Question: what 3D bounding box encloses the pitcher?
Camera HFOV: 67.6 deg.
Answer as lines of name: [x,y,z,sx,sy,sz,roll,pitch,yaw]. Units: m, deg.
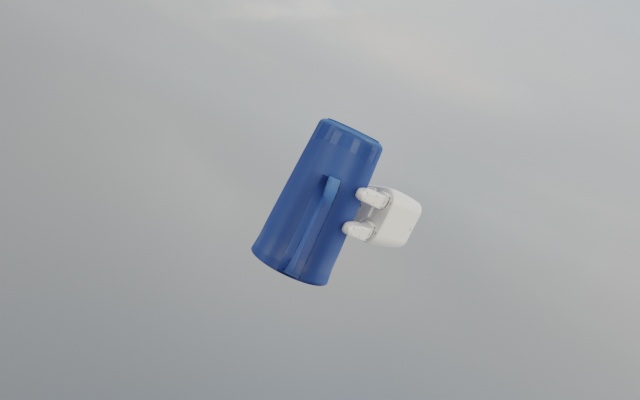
pitcher: [0.000,0.002,0.738,0.149,0.243,0.145,31,9,41]
